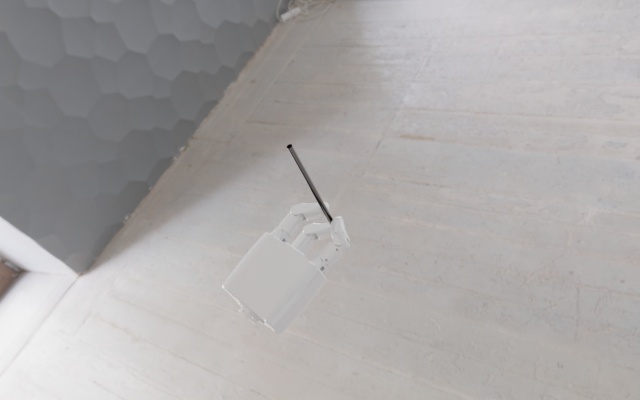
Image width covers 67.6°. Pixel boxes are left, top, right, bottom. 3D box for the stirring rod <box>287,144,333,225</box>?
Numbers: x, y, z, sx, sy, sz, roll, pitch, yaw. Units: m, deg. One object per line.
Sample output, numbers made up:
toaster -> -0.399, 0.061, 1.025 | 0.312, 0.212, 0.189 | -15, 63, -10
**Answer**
stirring rod -> 0.000, 0.002, 0.707 | 0.011, 0.011, 0.240 | 0, -37, 25
